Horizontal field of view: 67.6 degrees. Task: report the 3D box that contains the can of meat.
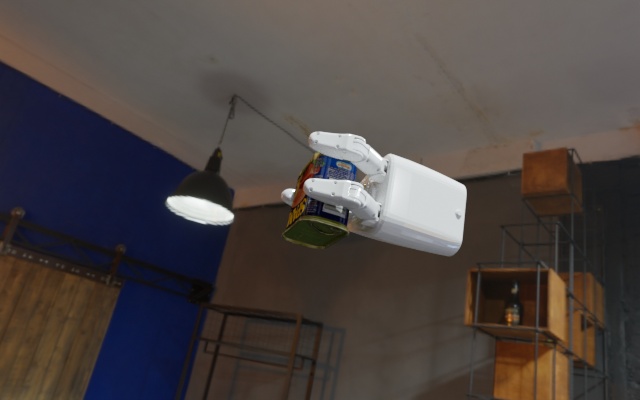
[{"bbox_3d":[0.000,0.002,0.549,0.057,0.084,0.102,17,-22,-14],"label":"can of meat"}]
